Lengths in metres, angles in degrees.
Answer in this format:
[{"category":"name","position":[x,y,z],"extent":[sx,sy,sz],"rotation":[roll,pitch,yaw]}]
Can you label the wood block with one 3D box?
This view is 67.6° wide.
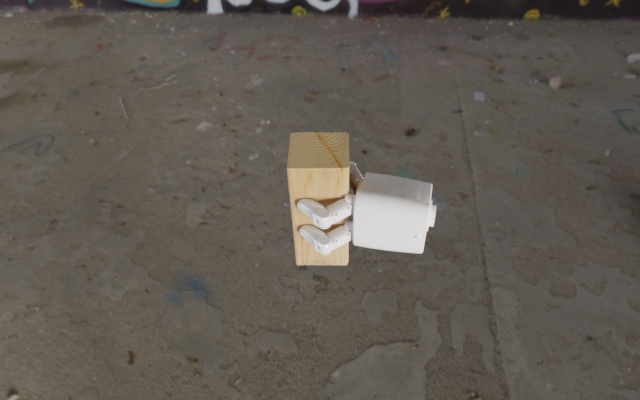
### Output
[{"category":"wood block","position":[0.001,0.002,0.758],"extent":[0.090,0.206,0.090],"rotation":[0,42,2]}]
